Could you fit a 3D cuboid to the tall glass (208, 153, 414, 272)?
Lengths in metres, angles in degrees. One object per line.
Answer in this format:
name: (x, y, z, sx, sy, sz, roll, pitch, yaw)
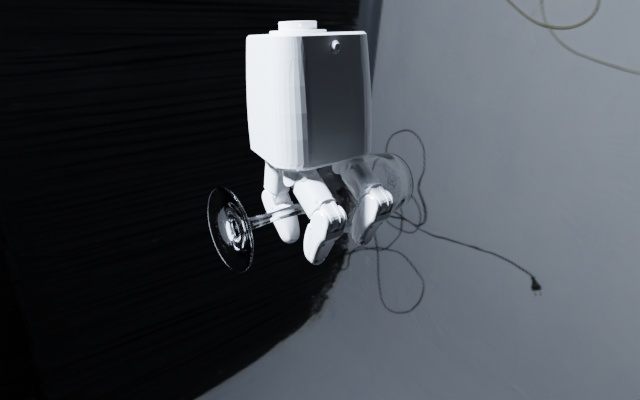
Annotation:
tall glass: (-0.001, 0.002, 0.457, 0.201, 0.079, 0.079, -16, 10, -36)
